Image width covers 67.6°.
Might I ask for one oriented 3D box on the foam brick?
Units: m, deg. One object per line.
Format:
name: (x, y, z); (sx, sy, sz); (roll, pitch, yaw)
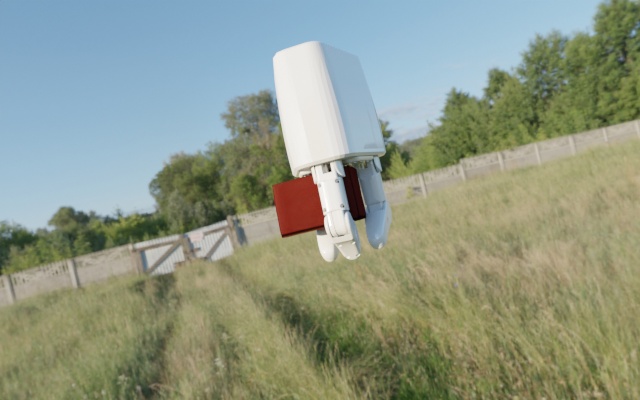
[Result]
foam brick: (0.000, 0.002, 0.463); (0.078, 0.051, 0.053); (-14, -3, 12)
